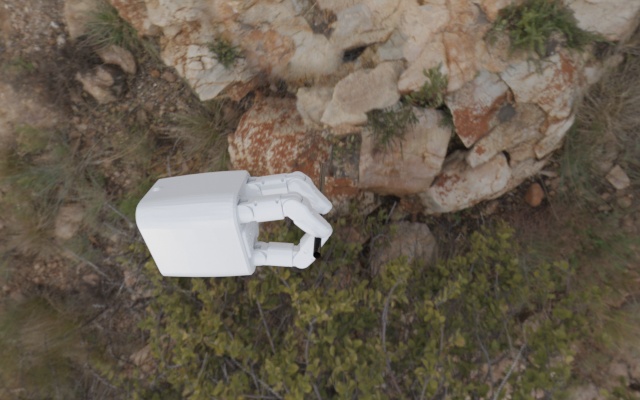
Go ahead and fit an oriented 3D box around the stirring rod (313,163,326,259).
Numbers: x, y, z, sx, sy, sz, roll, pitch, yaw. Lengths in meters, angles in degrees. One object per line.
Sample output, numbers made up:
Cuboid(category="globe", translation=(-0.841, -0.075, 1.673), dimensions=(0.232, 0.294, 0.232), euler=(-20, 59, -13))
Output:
Cuboid(category="stirring rod", translation=(0.000, 0.002, 0.581), dimensions=(0.011, 0.011, 0.239), euler=(0, 26, 2))
